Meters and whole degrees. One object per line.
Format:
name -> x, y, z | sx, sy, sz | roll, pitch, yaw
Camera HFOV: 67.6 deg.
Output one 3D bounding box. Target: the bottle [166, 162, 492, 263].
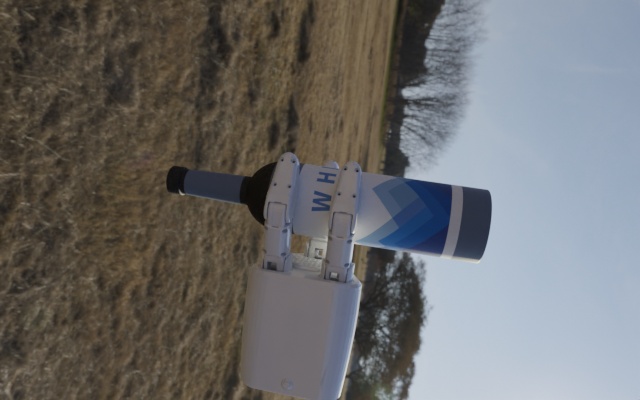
bottle -> 0.000, 0.001, 0.445 | 0.295, 0.069, 0.069 | 9, 1, 8
